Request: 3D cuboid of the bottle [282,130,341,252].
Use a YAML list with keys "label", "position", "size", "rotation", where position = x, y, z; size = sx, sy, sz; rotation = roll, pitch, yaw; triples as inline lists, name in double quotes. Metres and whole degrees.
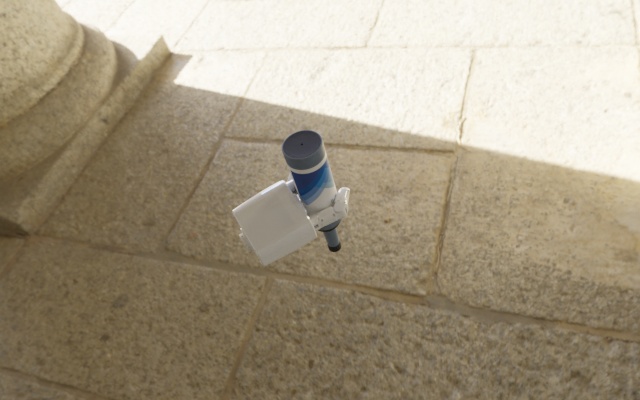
- label: "bottle"
  position: [0.000, 0.003, 0.863]
  size: [0.069, 0.069, 0.296]
  rotation: [0, -38, 15]
